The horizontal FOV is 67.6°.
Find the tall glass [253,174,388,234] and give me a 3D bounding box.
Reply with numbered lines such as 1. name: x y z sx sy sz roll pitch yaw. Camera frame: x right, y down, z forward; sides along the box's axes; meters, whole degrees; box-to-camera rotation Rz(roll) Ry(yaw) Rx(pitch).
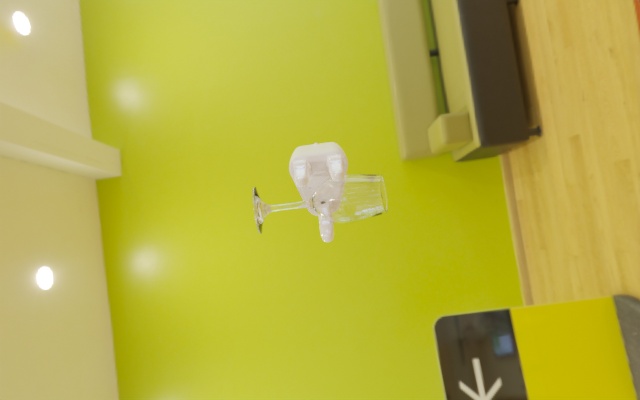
1. tall glass: -0.001 0.003 0.746 0.201 0.079 0.079 -7 0 1
